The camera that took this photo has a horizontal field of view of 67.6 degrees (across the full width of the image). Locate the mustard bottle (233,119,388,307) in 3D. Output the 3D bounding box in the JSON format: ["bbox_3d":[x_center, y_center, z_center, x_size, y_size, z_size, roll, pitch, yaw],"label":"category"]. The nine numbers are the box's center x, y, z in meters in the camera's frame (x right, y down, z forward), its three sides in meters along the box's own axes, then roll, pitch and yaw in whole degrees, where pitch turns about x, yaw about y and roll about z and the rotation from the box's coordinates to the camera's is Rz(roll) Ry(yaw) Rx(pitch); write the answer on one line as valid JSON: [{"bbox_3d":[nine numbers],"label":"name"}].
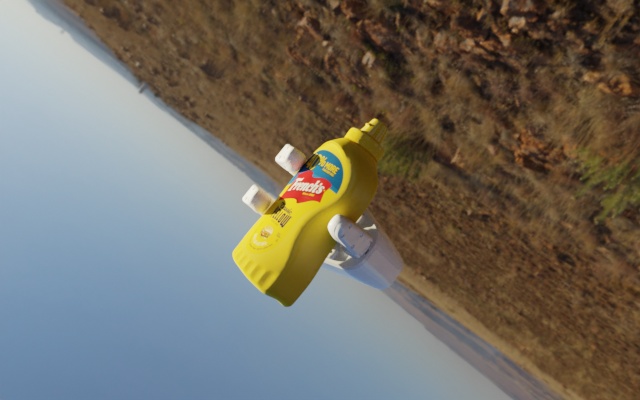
[{"bbox_3d":[0.000,0.002,0.456,0.058,0.191,0.096,41,-4,-31],"label":"mustard bottle"}]
